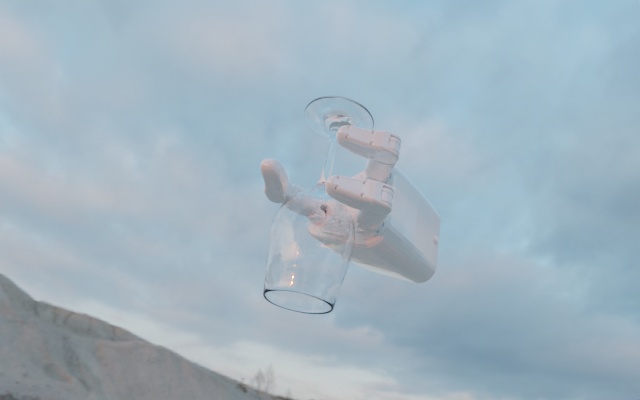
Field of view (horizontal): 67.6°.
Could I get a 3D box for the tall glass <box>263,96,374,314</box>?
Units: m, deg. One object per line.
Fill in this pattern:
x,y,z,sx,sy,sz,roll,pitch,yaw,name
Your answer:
0.000,0.001,0.454,0.079,0.201,0.079,10,-28,5,tall glass
